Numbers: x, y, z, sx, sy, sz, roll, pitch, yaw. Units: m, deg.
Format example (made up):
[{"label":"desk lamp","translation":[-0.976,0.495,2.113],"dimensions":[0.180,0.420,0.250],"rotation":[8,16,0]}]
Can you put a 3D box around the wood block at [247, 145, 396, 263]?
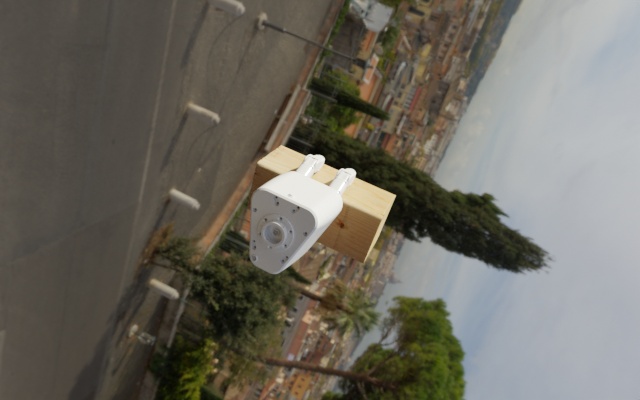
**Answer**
[{"label":"wood block","translation":[0.000,0.003,0.758],"dimensions":[0.206,0.091,0.090],"rotation":[25,32,11]}]
